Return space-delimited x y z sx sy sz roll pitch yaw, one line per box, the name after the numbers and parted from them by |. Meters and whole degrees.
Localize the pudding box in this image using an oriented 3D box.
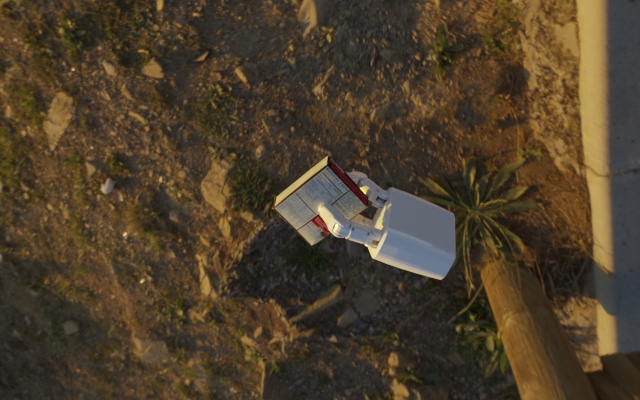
0.000 0.002 0.699 0.113 0.090 0.039 -37 18 20 | pudding box
